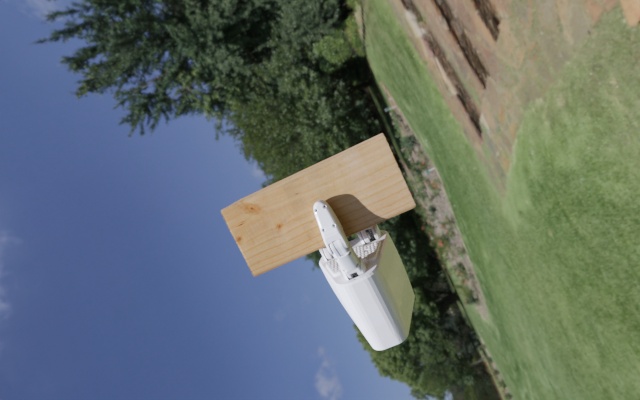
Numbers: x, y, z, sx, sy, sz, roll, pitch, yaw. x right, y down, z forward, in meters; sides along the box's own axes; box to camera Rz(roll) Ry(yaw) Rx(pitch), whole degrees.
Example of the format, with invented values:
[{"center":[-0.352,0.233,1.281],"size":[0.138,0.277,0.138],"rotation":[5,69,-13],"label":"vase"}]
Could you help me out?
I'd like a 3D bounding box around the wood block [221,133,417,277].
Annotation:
[{"center":[0.000,0.002,0.579],"size":[0.206,0.090,0.091],"rotation":[-25,7,9],"label":"wood block"}]
